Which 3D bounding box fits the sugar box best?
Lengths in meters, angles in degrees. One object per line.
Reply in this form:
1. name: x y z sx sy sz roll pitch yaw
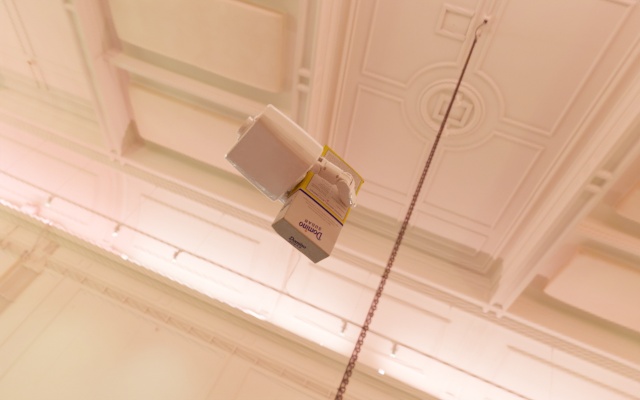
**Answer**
1. sugar box: 0.000 0.002 0.747 0.093 0.176 0.048 41 -41 -14
